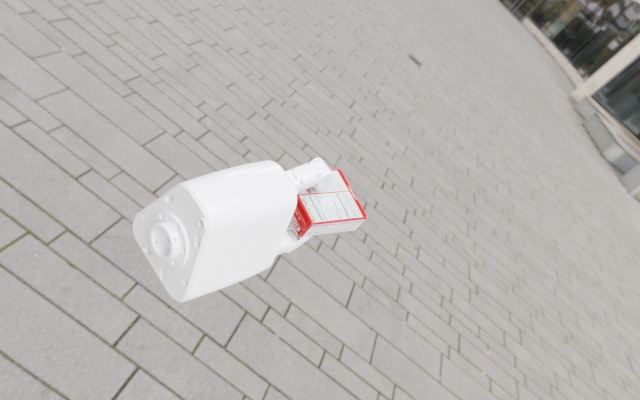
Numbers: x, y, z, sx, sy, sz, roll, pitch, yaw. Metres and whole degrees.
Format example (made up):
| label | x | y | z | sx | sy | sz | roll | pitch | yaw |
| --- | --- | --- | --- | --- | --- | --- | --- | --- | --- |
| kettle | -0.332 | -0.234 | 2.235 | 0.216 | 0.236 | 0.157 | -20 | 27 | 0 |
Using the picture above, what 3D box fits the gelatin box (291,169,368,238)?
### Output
| label | x | y | z | sx | sy | sz | roll | pitch | yaw |
| --- | --- | --- | --- | --- | --- | --- | --- | --- | --- |
| gelatin box | 0.001 | 0.001 | 0.543 | 0.089 | 0.073 | 0.030 | -5 | -33 | -40 |
